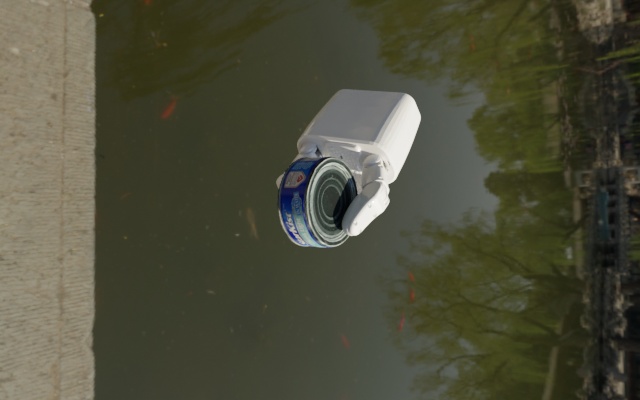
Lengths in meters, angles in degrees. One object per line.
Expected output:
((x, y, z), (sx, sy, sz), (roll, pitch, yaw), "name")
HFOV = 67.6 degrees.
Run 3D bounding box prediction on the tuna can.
((0.001, 0.002, 0.450), (0.034, 0.086, 0.086), (1, 0, 37), "tuna can")
